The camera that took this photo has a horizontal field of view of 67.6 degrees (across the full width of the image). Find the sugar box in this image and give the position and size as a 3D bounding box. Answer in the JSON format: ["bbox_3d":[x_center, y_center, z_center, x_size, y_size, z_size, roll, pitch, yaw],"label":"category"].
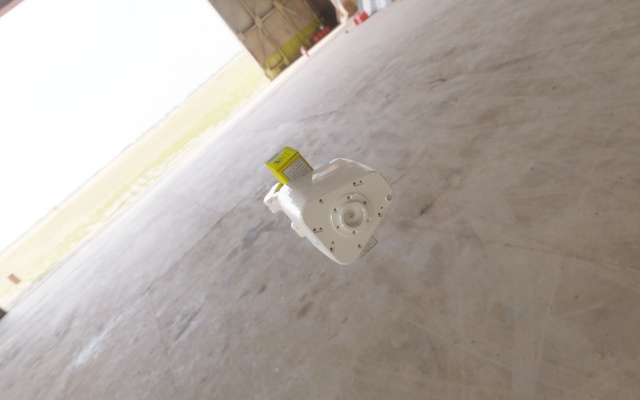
[{"bbox_3d":[0.000,0.003,0.681,0.048,0.176,0.093,-41,19,-4],"label":"sugar box"}]
